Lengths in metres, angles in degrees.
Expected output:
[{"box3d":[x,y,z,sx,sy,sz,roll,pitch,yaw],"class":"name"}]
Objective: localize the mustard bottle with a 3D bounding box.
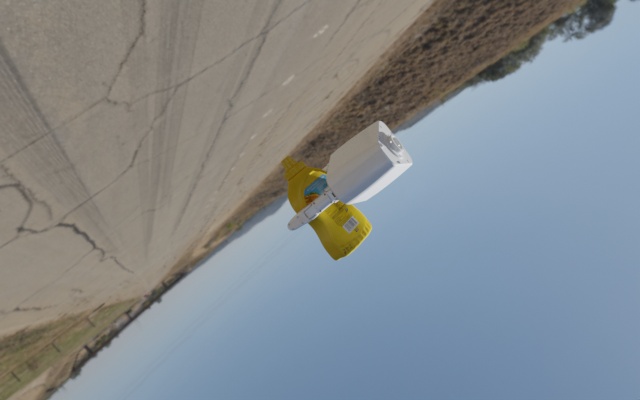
[{"box3d":[0.000,0.003,0.817,0.096,0.191,0.058,-42,5,-38],"class":"mustard bottle"}]
